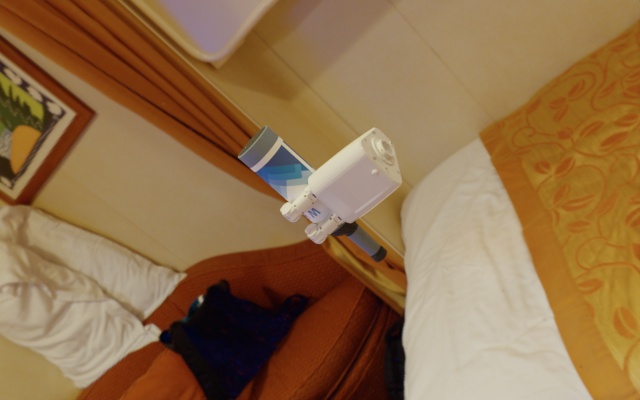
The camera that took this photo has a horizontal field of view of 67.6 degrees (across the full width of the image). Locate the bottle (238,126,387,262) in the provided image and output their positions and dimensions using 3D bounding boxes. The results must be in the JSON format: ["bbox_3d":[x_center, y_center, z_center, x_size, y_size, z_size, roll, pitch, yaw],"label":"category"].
[{"bbox_3d":[0.000,0.002,0.777,0.296,0.069,0.069,42,-15,-18],"label":"bottle"}]
